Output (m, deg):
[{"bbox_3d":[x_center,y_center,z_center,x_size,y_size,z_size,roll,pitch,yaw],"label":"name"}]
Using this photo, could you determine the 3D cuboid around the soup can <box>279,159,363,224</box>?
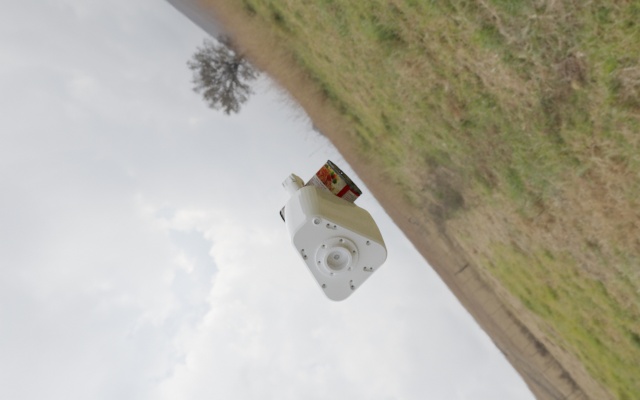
[{"bbox_3d":[0.000,0.002,0.672,0.068,0.102,0.068,43,9,-8],"label":"soup can"}]
